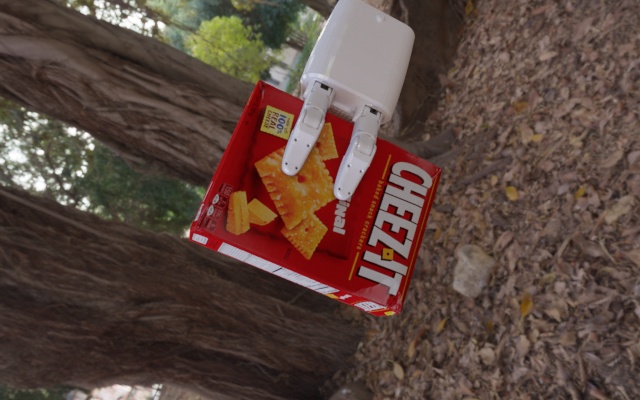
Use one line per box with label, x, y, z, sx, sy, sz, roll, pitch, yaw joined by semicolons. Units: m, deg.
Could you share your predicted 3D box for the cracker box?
cracker box;0.000;0.002;0.484;0.214;0.164;0.072;24;-18;-10
